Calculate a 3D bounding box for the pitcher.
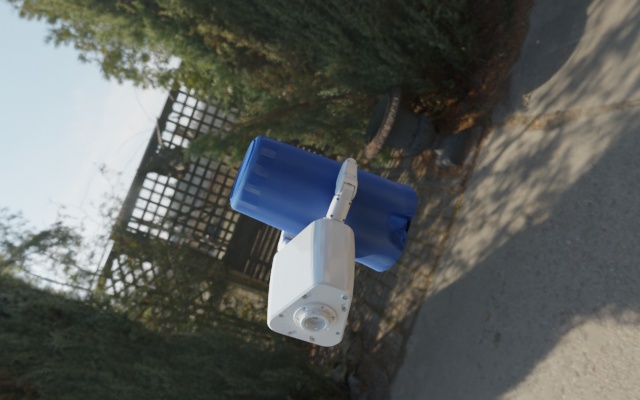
[{"bbox_3d":[0.000,0.002,0.684,0.243,0.149,0.145,21,38,-14],"label":"pitcher"}]
